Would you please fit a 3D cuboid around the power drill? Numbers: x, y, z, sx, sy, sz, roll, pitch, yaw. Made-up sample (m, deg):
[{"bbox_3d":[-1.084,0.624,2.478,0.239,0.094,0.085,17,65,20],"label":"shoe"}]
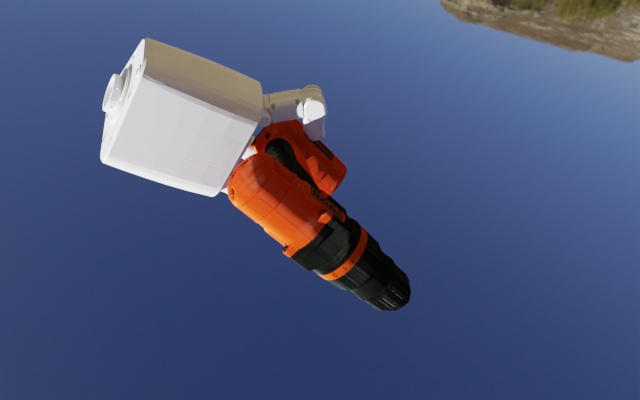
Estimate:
[{"bbox_3d":[0.000,0.001,0.440,0.184,0.057,0.187,42,14,-23],"label":"power drill"}]
